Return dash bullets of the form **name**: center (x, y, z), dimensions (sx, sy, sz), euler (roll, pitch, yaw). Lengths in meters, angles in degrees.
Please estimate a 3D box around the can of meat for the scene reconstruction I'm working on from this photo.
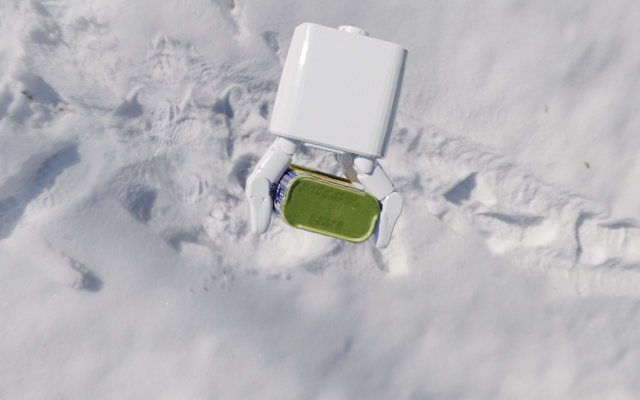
- **can of meat**: center (0.000, 0.002, 0.486), dimensions (0.102, 0.057, 0.084), euler (15, 6, -18)
